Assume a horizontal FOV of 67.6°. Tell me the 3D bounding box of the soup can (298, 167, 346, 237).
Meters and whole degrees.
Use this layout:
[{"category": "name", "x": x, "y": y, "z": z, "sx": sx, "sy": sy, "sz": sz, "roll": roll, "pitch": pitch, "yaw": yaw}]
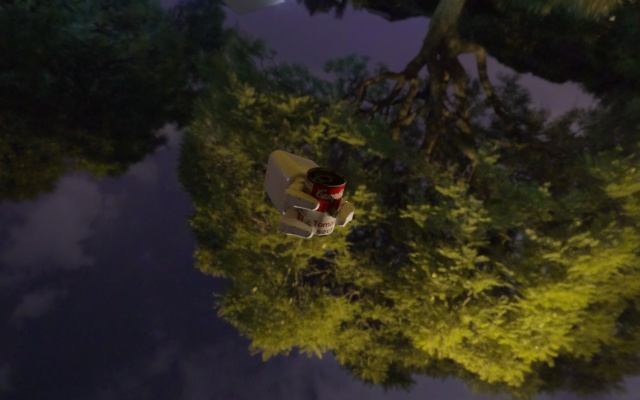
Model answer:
[{"category": "soup can", "x": 0.000, "y": 0.003, "z": 0.822, "sx": 0.068, "sy": 0.102, "sz": 0.068, "roll": 11, "pitch": 27, "yaw": -6}]
